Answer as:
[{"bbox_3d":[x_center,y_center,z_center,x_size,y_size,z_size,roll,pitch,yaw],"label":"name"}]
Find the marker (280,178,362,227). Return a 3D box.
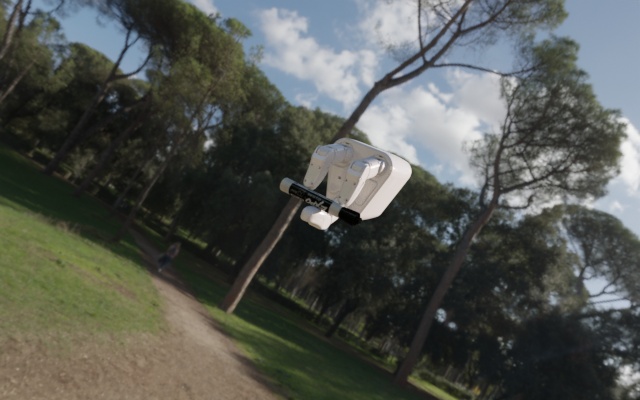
[{"bbox_3d":[0.000,0.002,0.612,0.121,0.020,0.020,26,12,25],"label":"marker"}]
